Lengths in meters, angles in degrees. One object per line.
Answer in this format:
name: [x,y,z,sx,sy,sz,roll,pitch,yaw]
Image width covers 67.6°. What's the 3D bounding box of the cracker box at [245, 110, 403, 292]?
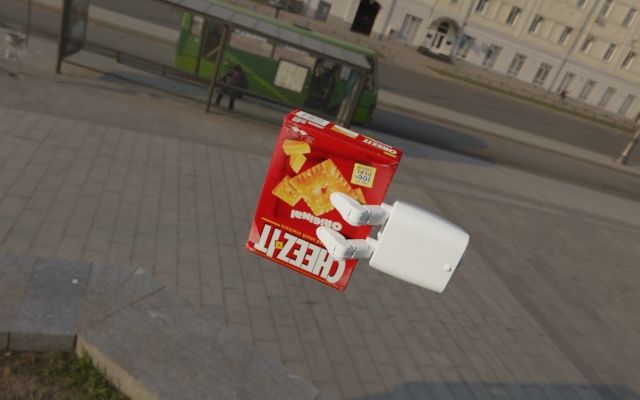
cracker box: [0.000,0.002,0.679,0.164,0.214,0.072,23,23,6]
